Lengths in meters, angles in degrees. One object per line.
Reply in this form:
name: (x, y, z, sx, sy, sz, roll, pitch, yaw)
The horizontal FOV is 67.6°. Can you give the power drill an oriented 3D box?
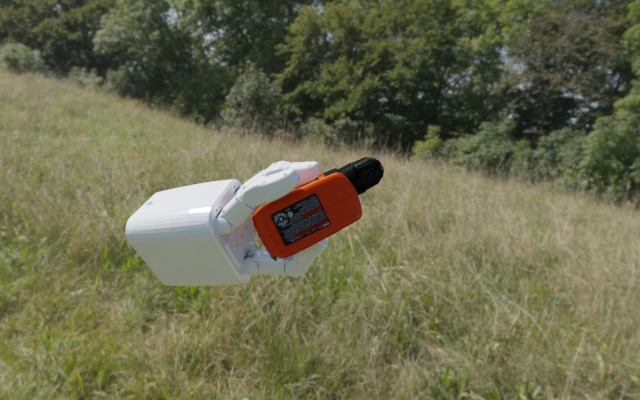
power drill: (0.000, 0.002, 0.553, 0.184, 0.057, 0.187, -28, 3, 1)
